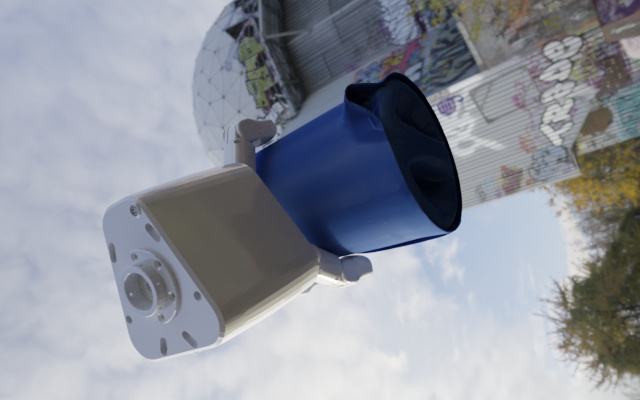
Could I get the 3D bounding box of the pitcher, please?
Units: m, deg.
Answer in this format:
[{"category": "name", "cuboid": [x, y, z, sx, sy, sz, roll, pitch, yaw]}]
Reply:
[{"category": "pitcher", "cuboid": [0.000, 0.001, 0.442, 0.243, 0.149, 0.145, -21, 2, 33]}]
